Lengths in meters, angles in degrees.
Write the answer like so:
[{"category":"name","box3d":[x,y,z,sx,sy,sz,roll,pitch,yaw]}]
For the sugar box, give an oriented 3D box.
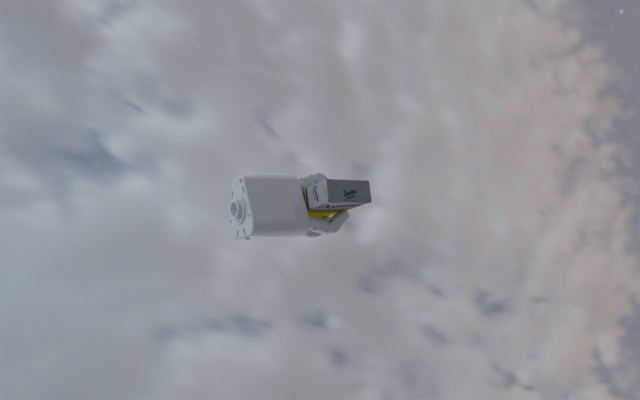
[{"category":"sugar box","box3d":[0.000,0.003,0.859,0.093,0.048,0.176,0,-10,-34]}]
